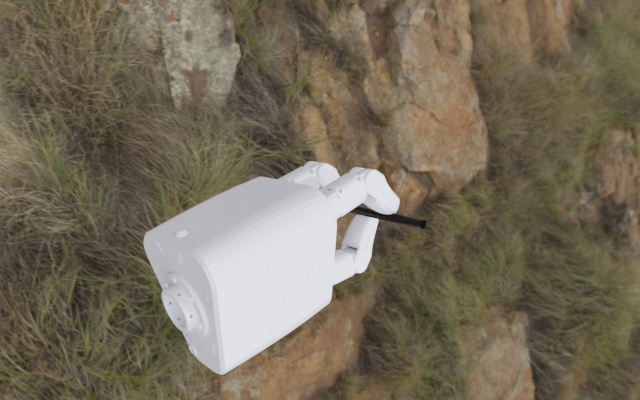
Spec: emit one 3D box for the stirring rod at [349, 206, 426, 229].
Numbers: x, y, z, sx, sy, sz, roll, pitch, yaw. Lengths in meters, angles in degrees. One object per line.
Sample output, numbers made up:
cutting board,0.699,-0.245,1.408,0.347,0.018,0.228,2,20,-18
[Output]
stirring rod,0.000,0.002,0.473,0.011,0.011,0.239,0,8,-45
